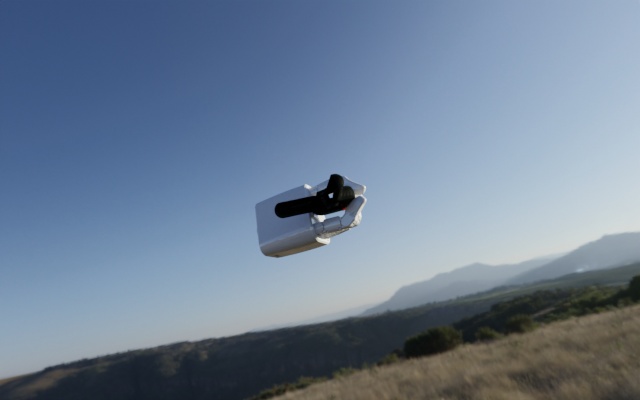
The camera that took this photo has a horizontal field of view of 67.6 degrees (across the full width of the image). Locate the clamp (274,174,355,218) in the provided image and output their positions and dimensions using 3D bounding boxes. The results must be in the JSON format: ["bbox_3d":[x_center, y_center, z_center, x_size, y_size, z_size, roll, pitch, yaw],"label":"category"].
[{"bbox_3d":[0.000,0.002,0.784,0.120,0.039,0.171,-20,-15,13],"label":"clamp"}]
